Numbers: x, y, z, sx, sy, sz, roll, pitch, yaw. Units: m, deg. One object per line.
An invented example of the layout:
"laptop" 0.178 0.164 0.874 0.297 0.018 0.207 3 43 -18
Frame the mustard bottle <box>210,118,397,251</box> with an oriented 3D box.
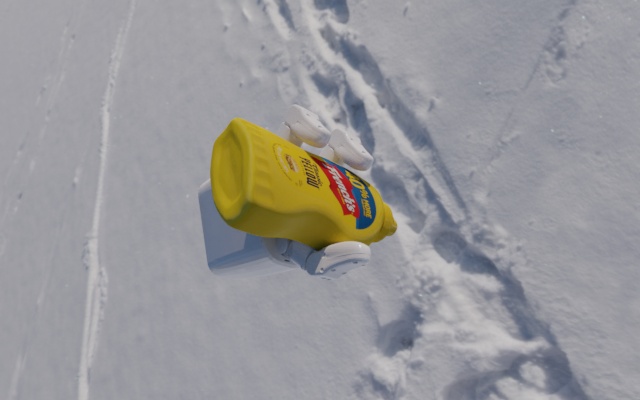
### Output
"mustard bottle" 0.000 0.001 0.418 0.192 0.096 0.058 21 -53 -39
